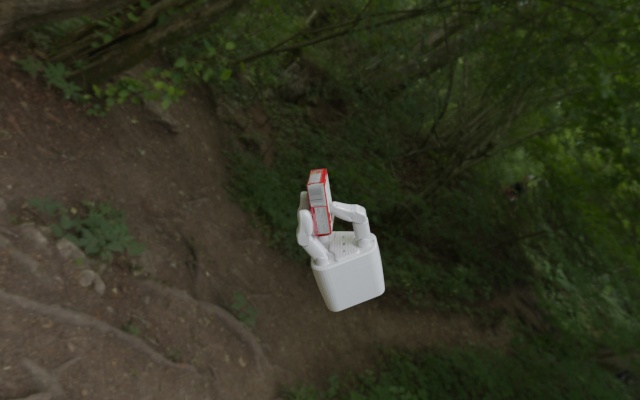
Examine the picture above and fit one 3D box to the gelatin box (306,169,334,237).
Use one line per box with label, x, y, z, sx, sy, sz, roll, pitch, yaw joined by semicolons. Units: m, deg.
gelatin box;0.001;0.002;0.759;0.030;0.089;0.073;-6;21;7
